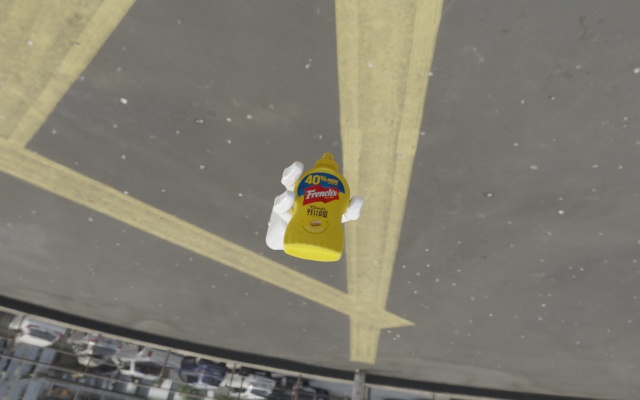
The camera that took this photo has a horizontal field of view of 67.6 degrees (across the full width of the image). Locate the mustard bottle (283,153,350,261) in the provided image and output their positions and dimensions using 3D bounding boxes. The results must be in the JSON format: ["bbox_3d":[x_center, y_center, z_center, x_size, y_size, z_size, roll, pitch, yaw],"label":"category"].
[{"bbox_3d":[0.000,0.003,0.800,0.096,0.191,0.058,7,-29,5],"label":"mustard bottle"}]
